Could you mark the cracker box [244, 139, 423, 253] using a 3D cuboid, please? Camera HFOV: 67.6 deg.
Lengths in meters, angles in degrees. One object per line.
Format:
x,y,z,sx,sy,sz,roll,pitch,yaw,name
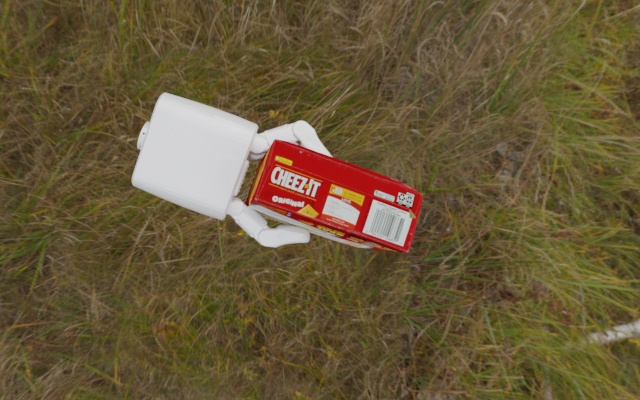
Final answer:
0.000,0.002,0.562,0.164,0.072,0.214,19,-7,-10,cracker box
